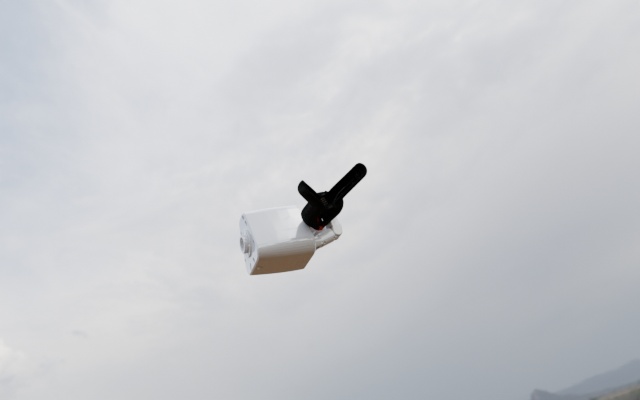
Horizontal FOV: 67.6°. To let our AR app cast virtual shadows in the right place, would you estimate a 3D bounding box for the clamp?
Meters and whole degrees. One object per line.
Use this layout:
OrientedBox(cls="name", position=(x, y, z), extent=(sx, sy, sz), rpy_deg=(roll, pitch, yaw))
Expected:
OrientedBox(cls="clamp", position=(0.000, 0.002, 0.802), extent=(0.120, 0.039, 0.172), rpy_deg=(-8, -33, -26))
